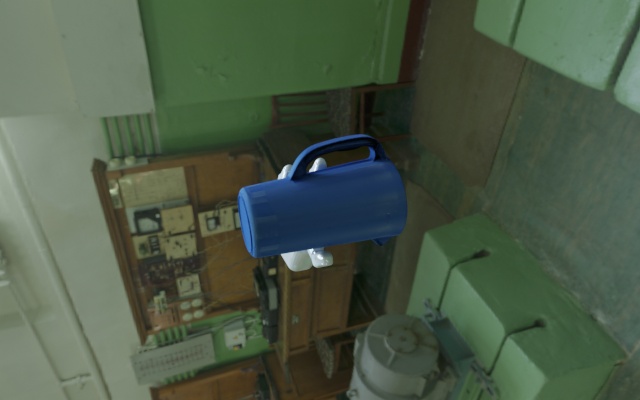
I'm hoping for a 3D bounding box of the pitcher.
[{"bbox_3d":[0.000,0.003,0.738,0.243,0.149,0.145,-11,-23,-17],"label":"pitcher"}]
